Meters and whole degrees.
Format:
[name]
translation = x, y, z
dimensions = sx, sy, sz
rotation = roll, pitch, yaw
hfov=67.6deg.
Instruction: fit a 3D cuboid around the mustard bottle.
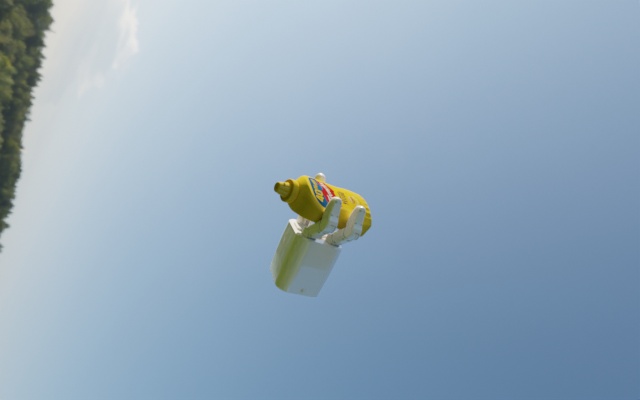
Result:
[mustard bottle]
translation = 0.001, 0.003, 0.848
dimensions = 0.192, 0.096, 0.058
rotation = 19, -54, -35
